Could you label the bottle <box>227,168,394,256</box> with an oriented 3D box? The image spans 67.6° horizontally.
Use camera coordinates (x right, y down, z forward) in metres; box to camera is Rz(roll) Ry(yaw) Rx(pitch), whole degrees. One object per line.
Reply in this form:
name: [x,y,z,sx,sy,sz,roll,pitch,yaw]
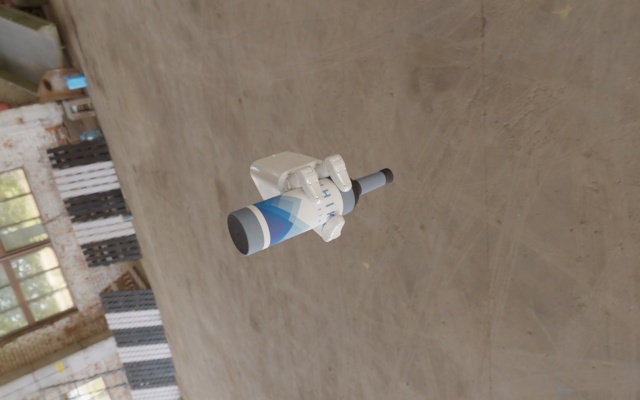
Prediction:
bottle: [0.000,0.003,0.755,0.295,0.069,0.069,-21,11,-31]
